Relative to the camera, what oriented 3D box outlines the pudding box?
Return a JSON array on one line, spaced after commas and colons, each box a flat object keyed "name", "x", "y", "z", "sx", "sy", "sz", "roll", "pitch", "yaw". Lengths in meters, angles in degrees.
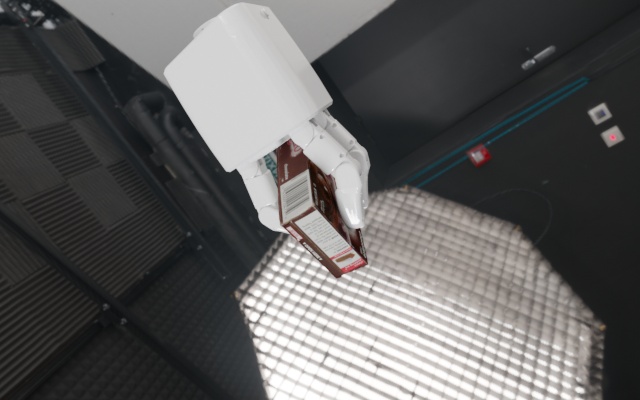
[{"name": "pudding box", "x": 0.000, "y": 0.001, "z": 0.439, "sx": 0.039, "sy": 0.113, "sz": 0.090, "roll": -28, "pitch": -51, "yaw": 20}]
